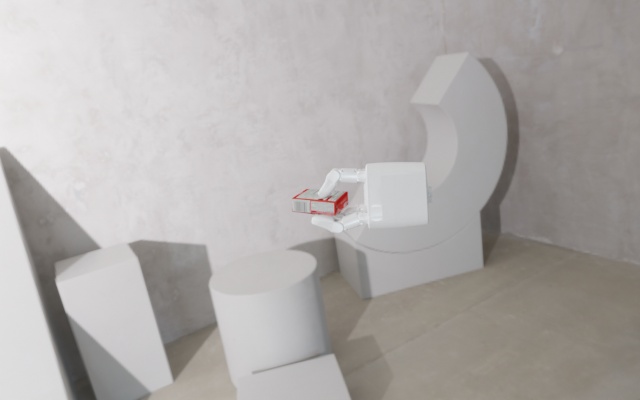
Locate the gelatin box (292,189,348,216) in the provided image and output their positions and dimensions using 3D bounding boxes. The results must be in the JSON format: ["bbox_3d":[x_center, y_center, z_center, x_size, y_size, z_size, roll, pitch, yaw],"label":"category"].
[{"bbox_3d":[0.000,0.002,0.898,0.089,0.030,0.073,5,17,20],"label":"gelatin box"}]
